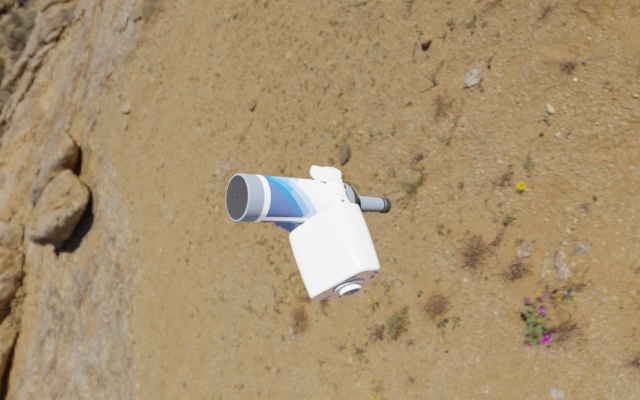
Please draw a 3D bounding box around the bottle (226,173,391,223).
[{"bbox_3d":[0.000,0.002,0.745,0.296,0.069,0.069,3,-2,-39],"label":"bottle"}]
